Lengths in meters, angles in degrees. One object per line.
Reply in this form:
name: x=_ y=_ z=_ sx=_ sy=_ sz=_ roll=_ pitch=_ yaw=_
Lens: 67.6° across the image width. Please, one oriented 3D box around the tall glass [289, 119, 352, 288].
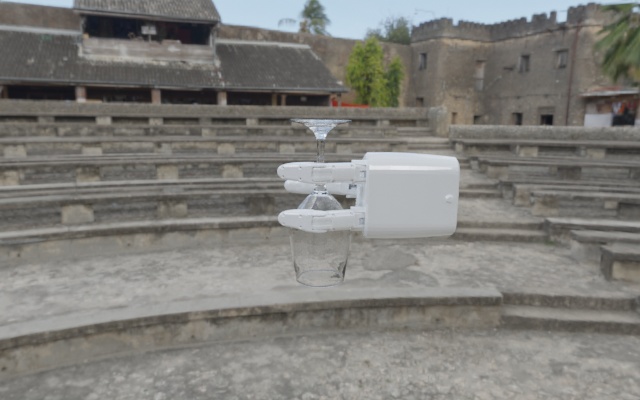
tall glass: x=0.000 y=0.001 z=0.588 sx=0.079 sy=0.201 sz=0.079 roll=1 pitch=10 yaw=0
